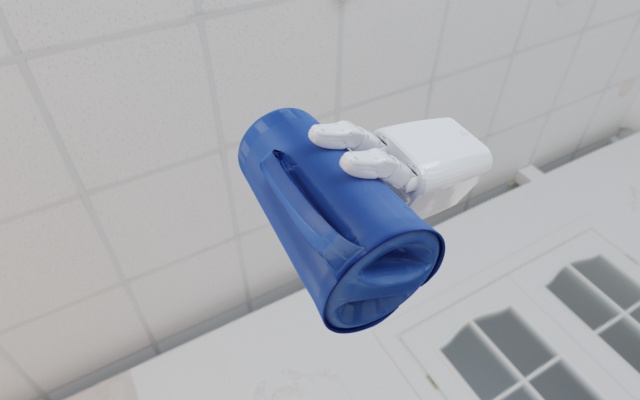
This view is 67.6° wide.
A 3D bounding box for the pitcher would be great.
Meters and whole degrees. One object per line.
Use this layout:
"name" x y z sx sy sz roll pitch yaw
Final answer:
"pitcher" 0.000 0.002 0.495 0.145 0.149 0.242 -16 47 -26
